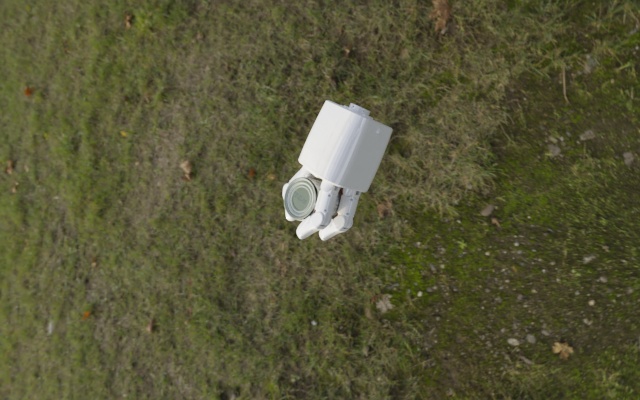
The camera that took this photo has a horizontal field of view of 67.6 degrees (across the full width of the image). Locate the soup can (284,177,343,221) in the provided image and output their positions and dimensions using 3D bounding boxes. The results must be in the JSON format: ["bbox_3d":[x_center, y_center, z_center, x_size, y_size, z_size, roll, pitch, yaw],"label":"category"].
[{"bbox_3d":[0.000,0.003,0.758,0.068,0.068,0.102,0,-6,39],"label":"soup can"}]
